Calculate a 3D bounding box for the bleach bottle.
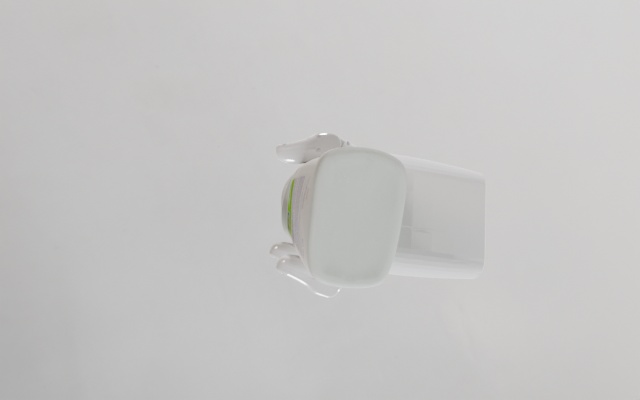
[{"bbox_3d":[0.000,0.002,0.446,0.068,0.102,0.251,7,5,-12],"label":"bleach bottle"}]
